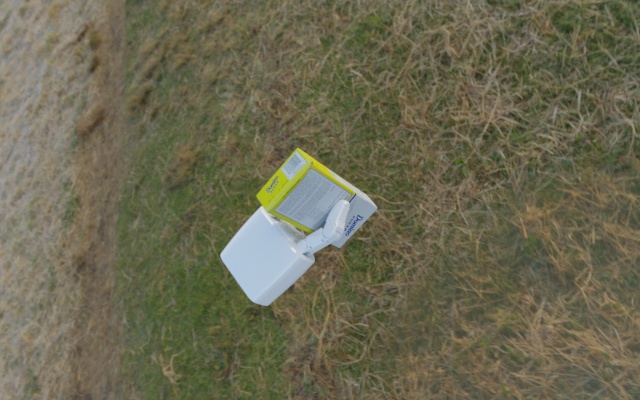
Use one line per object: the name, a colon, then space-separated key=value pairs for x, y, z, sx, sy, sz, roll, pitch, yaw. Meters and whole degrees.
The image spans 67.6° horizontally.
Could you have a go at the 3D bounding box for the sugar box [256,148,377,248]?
sugar box: x=0.000 y=0.002 z=0.706 sx=0.176 sy=0.093 sz=0.048 roll=31 pitch=16 yaw=-49
